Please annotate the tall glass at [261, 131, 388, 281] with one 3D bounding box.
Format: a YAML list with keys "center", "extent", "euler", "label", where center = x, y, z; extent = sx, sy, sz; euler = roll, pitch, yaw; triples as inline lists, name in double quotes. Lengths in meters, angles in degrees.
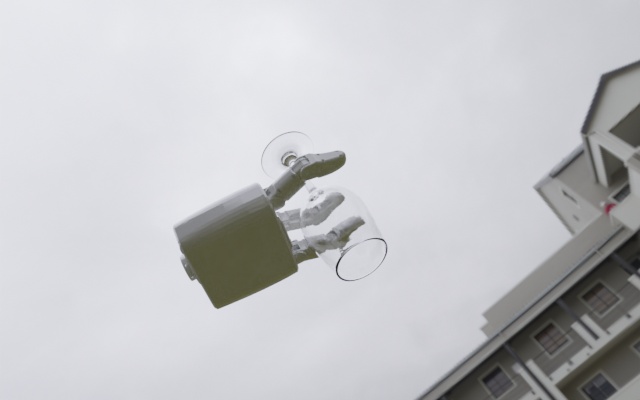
- center: [0.000, 0.001, 0.559]
  extent: [0.079, 0.079, 0.201]
  euler: [0, 37, -34]
  label: "tall glass"
